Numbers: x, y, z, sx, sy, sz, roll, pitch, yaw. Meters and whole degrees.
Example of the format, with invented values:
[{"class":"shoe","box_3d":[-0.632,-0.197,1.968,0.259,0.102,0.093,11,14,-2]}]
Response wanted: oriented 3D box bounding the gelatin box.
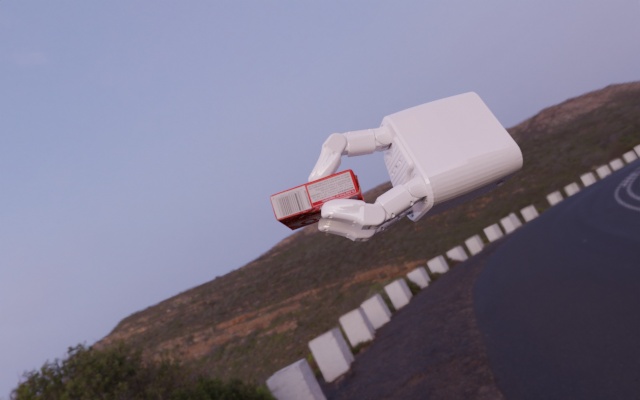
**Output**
[{"class":"gelatin box","box_3d":[0.000,0.001,0.500,0.089,0.030,0.073,-18,-13,5]}]
